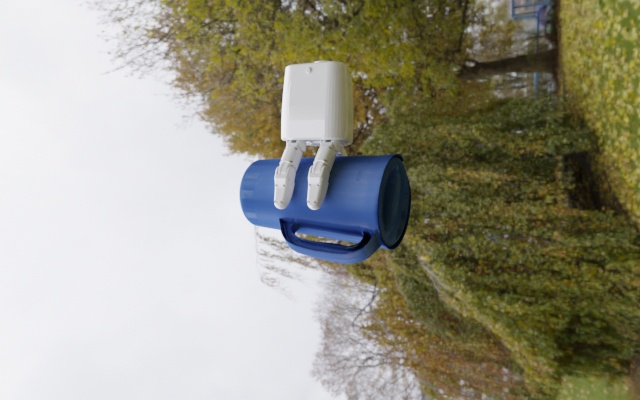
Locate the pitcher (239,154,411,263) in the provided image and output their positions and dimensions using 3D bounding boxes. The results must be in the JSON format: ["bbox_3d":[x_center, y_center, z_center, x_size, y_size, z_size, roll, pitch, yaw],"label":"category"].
[{"bbox_3d":[0.000,0.002,0.703,0.243,0.145,0.149,4,5,28],"label":"pitcher"}]
